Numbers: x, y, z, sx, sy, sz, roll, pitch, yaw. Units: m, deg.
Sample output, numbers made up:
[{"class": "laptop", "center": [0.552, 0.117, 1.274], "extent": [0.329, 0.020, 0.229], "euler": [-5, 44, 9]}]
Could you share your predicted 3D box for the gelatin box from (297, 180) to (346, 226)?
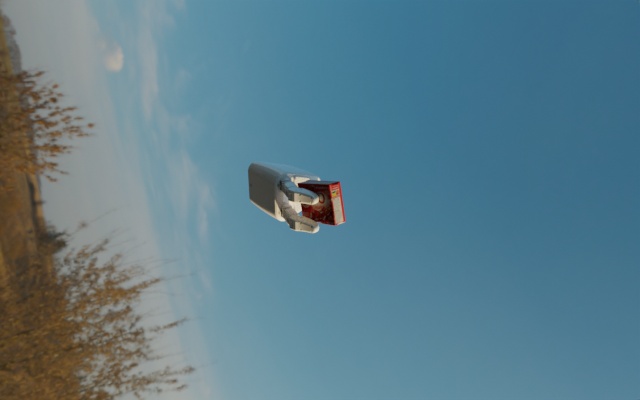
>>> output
[{"class": "gelatin box", "center": [0.001, 0.003, 0.845], "extent": [0.030, 0.073, 0.089], "euler": [-18, 16, -40]}]
